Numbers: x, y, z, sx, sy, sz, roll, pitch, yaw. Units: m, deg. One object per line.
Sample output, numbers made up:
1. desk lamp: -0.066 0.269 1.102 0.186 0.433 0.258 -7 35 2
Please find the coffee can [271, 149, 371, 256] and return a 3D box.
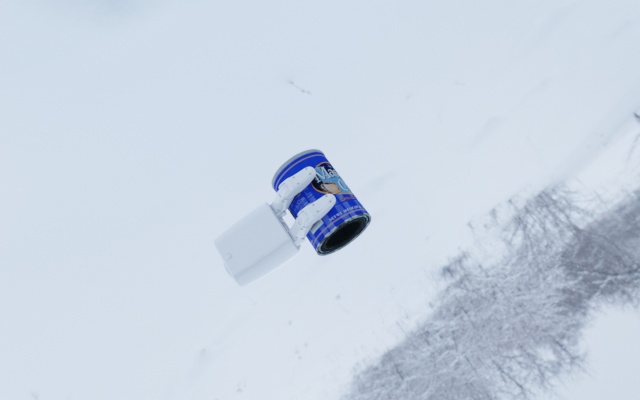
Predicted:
1. coffee can: 0.000 0.002 0.766 0.103 0.140 0.103 -30 -23 -14
